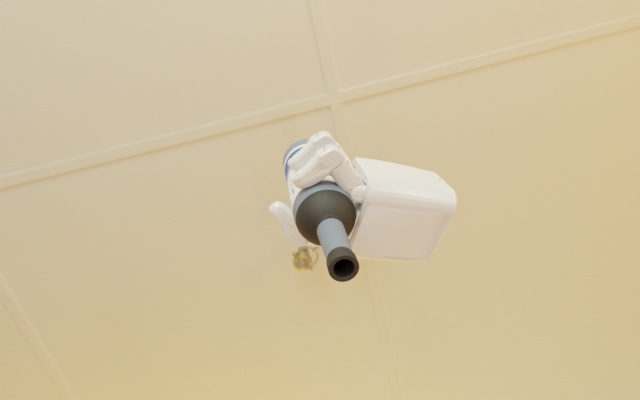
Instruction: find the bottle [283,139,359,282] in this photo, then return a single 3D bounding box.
[{"bbox_3d":[0.000,0.002,0.543,0.069,0.069,0.295,0,23,-9],"label":"bottle"}]
